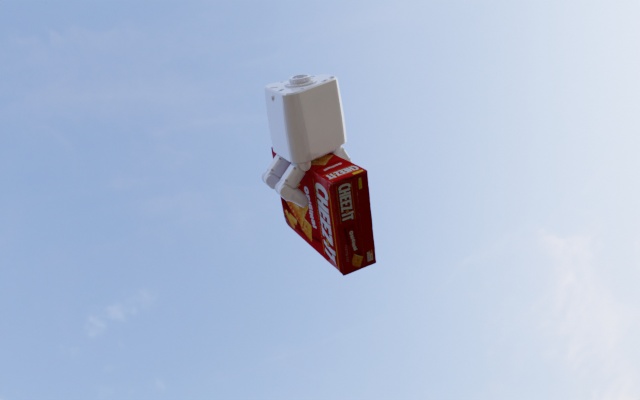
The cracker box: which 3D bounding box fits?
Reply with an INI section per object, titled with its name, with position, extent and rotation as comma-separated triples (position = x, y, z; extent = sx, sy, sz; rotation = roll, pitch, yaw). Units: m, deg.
[cracker box]
position = 0.000, 0.002, 0.795
extent = 0.072, 0.164, 0.213
rotation = -20, 29, -21
